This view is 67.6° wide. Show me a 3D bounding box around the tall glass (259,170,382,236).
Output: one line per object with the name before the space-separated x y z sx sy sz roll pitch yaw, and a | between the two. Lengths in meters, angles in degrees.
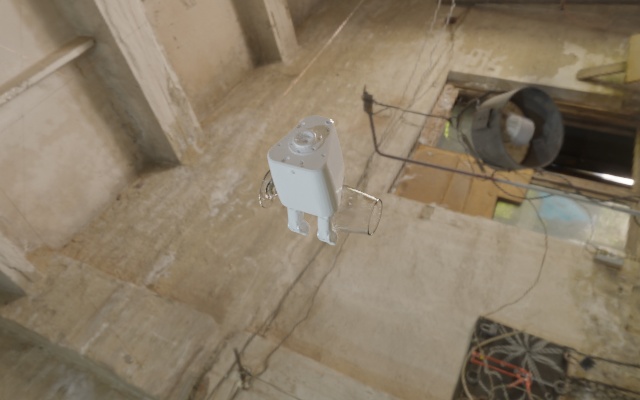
tall glass | 0.000 0.003 0.809 0.201 0.079 0.079 16 6 21
